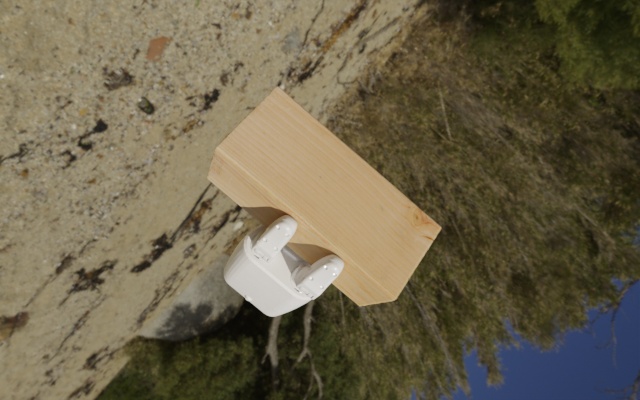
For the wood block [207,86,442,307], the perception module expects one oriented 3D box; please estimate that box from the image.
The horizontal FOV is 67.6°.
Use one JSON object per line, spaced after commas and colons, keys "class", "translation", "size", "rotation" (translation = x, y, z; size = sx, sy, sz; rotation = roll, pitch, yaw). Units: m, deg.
{"class": "wood block", "translation": [0.000, 0.002, 0.471], "size": [0.206, 0.090, 0.090], "rotation": [40, -24, -4]}
